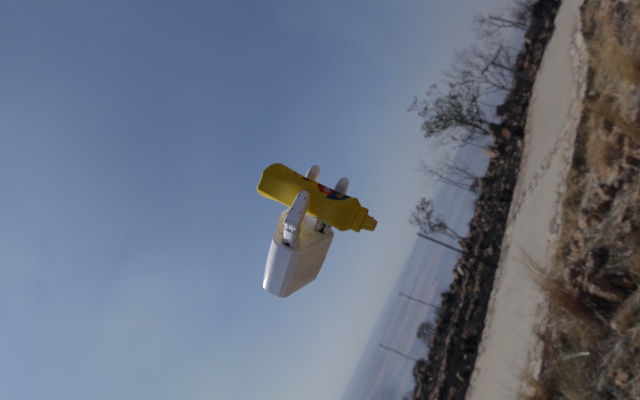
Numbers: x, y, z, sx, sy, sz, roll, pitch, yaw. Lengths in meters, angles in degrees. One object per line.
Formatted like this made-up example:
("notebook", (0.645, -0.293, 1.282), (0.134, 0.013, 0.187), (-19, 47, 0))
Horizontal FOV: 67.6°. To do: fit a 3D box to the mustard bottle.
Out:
("mustard bottle", (0.000, 0.002, 0.762), (0.191, 0.058, 0.096), (25, 10, 12))
